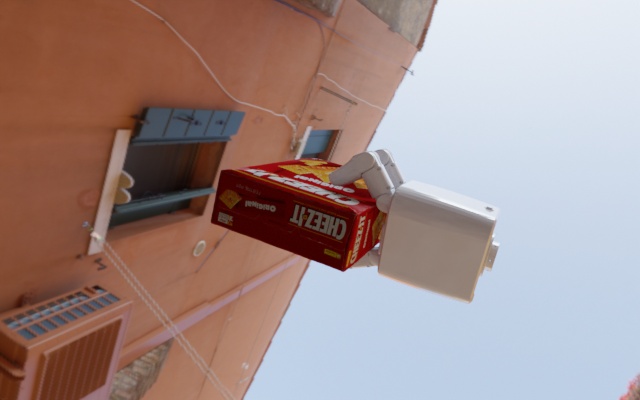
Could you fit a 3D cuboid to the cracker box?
[{"bbox_3d":[0.000,0.002,0.582,0.164,0.072,0.213,17,14,21],"label":"cracker box"}]
